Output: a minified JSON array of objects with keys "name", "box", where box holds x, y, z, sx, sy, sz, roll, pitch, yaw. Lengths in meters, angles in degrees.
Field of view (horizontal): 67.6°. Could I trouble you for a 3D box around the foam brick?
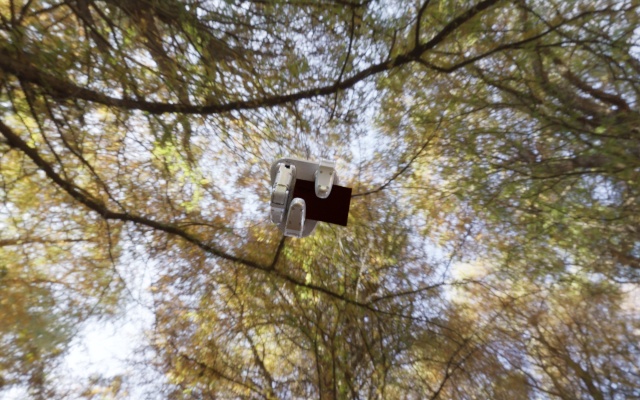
[{"name":"foam brick","box":[0.000,0.002,0.645,0.078,0.053,0.051,11,0,-1]}]
